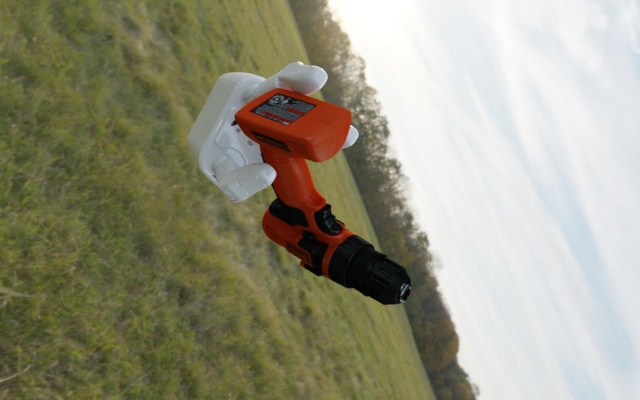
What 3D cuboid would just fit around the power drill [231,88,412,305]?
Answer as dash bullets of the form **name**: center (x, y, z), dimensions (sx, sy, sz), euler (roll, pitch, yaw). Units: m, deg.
- **power drill**: center (0.000, 0.001, 0.438), dimensions (0.184, 0.188, 0.057), euler (25, 51, 35)
